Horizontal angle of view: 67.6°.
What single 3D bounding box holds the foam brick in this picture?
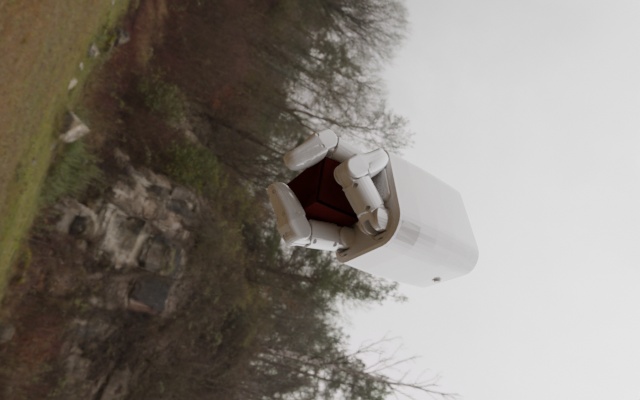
[{"bbox_3d":[0.000,0.002,0.472,0.051,0.053,0.078,22,-31,-25],"label":"foam brick"}]
